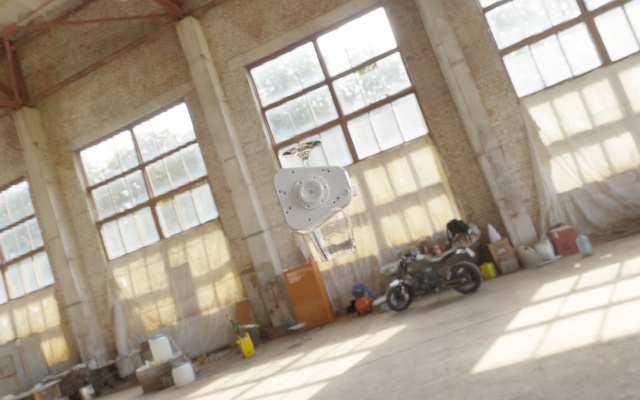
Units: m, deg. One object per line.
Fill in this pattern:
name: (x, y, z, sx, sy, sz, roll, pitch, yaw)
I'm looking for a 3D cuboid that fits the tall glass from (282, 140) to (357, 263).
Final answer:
tall glass: (0.000, 0.002, 0.823, 0.079, 0.201, 0.079, -19, -6, -2)
